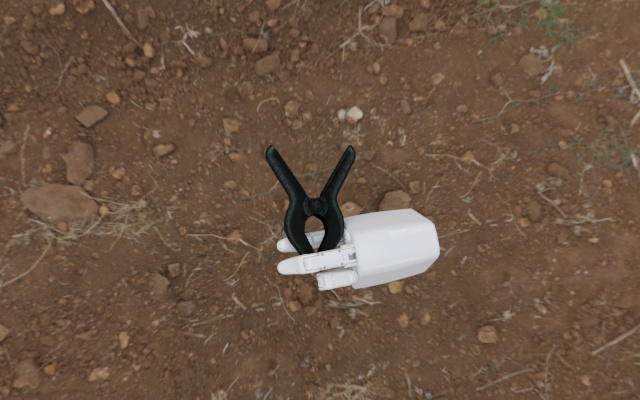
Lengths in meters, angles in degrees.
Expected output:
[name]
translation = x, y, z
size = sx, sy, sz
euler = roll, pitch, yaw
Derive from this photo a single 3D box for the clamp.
[clamp]
translation = 0.000, 0.002, 0.627
size = 0.120, 0.171, 0.039
euler = -10, -4, -6
